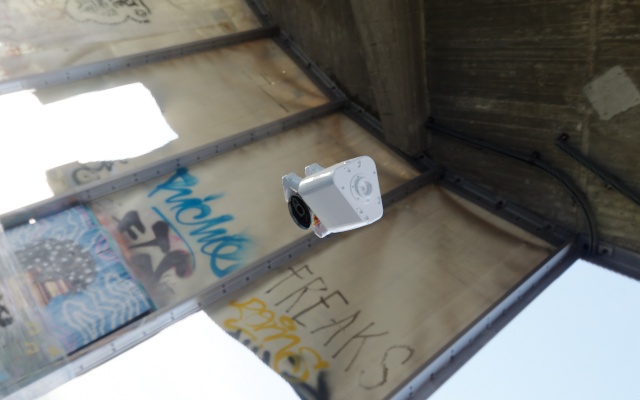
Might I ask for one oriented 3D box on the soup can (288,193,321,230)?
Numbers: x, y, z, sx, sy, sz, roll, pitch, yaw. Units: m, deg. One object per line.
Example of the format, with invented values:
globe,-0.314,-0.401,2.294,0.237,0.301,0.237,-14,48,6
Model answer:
soup can,0.000,0.003,0.884,0.102,0.068,0.068,-26,15,-33
